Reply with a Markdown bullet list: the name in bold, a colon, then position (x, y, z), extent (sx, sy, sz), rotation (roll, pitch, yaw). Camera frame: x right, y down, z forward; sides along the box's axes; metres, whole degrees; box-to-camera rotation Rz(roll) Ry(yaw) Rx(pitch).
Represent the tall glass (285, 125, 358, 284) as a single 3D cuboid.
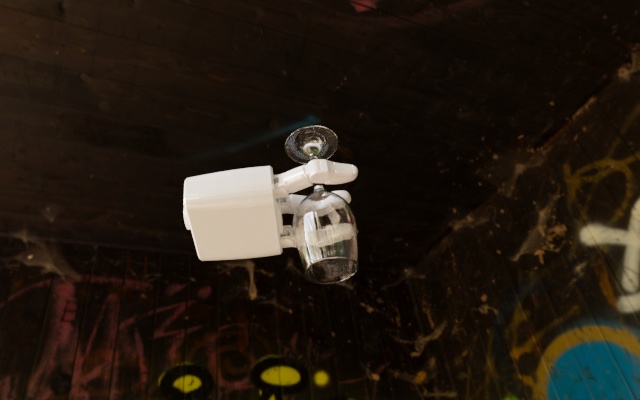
- **tall glass**: position (0.000, 0.001, 0.601), extent (0.079, 0.201, 0.079), rotation (-6, -37, -5)
